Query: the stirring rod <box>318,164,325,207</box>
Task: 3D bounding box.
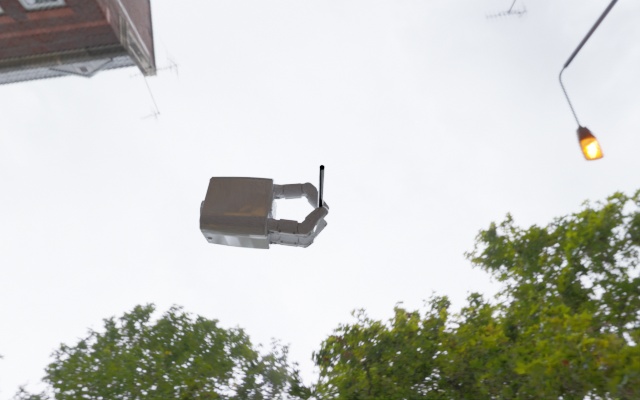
[{"bbox_3d":[0.000,0.002,0.736,0.011,0.011,0.240,0,-22,-1],"label":"stirring rod"}]
